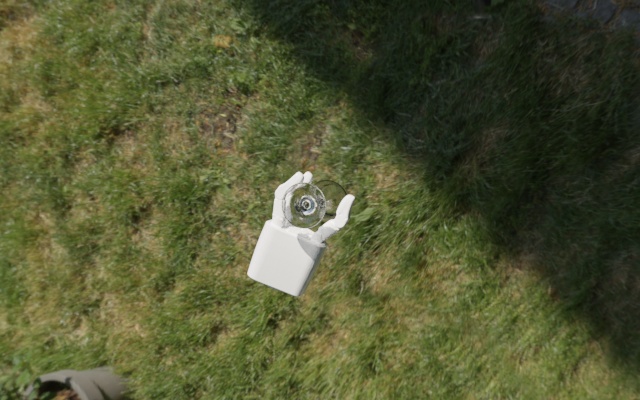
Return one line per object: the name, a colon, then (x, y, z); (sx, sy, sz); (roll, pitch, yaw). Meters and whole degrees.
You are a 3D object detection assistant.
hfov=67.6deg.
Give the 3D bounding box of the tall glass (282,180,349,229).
tall glass: (0.000, 0.003, 0.853); (0.079, 0.079, 0.201); (0, 3, 16)
